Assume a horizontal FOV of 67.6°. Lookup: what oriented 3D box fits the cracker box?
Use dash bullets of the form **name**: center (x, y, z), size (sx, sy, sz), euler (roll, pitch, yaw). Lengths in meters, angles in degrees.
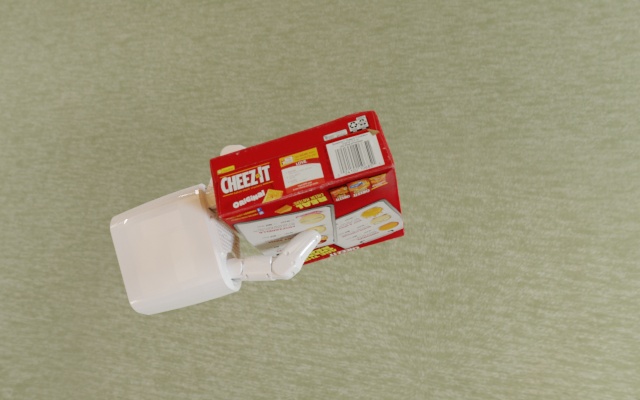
- **cracker box**: center (0.000, 0.002, 0.520), size (0.164, 0.072, 0.214), euler (-17, -23, 6)
